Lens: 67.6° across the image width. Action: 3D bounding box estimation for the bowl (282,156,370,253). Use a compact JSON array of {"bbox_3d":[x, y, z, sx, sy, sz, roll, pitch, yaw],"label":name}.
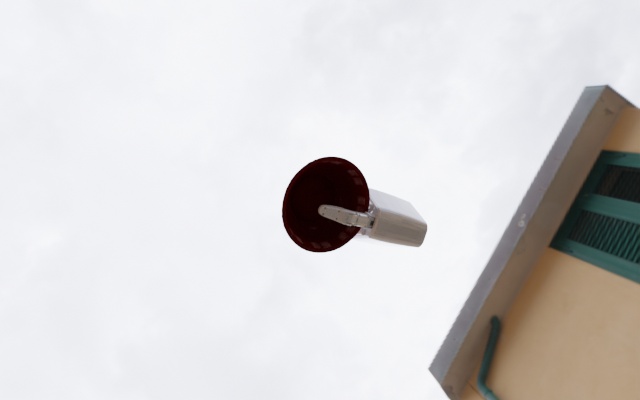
[{"bbox_3d":[-0.001,0.002,0.791,0.162,0.162,0.055,0,14,-29],"label":"bowl"}]
